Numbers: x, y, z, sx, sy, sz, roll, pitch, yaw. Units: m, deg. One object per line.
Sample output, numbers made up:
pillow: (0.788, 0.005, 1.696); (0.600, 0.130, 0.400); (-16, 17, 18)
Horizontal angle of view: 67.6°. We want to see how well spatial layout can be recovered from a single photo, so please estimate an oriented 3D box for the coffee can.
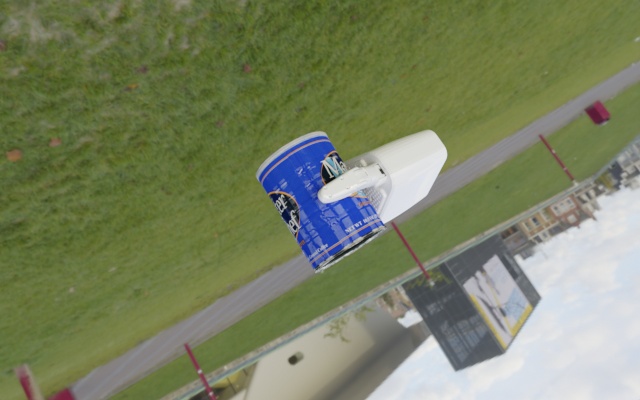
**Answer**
coffee can: (0.000, 0.002, 0.584); (0.103, 0.140, 0.103); (-31, -11, -7)
